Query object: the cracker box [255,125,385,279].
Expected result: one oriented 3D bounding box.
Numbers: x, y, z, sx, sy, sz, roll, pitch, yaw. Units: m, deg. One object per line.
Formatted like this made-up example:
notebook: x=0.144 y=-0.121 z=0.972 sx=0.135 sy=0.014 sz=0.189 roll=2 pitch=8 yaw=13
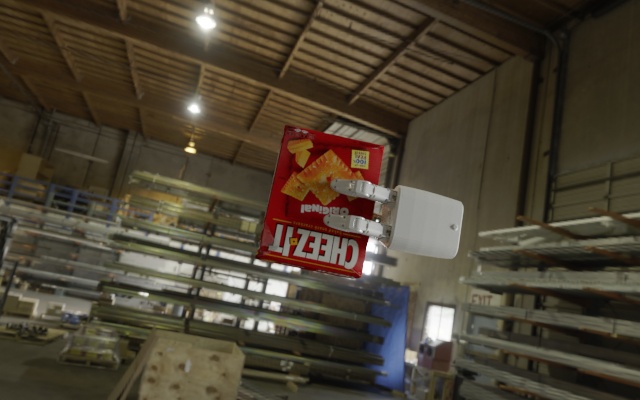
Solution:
cracker box: x=0.000 y=0.002 z=0.753 sx=0.164 sy=0.213 sz=0.072 roll=12 pitch=-12 yaw=-6
